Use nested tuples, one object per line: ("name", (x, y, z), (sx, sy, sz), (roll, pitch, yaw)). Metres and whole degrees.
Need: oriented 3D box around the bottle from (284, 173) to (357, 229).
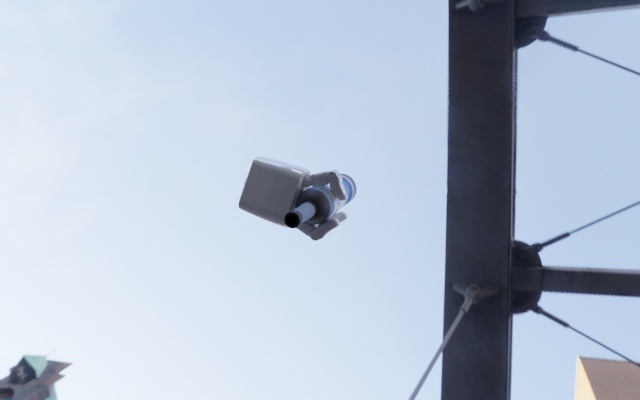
("bottle", (0.000, 0.003, 0.892), (0.069, 0.069, 0.295), (0, 11, 18))
